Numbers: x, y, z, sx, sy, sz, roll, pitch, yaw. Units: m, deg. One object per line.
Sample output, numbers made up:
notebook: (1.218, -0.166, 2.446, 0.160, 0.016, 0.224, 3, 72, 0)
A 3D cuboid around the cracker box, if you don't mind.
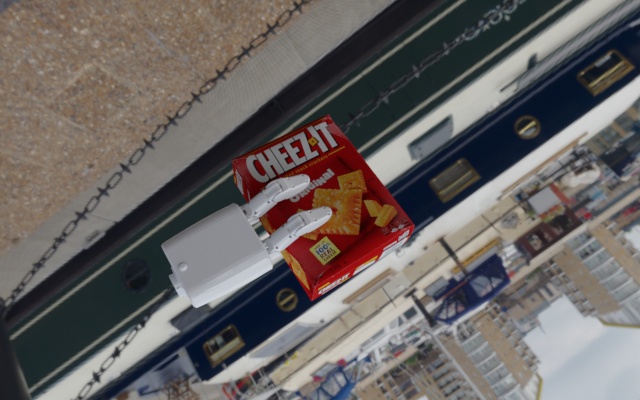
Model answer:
cracker box: (0.000, 0.002, 0.662, 0.164, 0.213, 0.072, -28, -21, -18)
